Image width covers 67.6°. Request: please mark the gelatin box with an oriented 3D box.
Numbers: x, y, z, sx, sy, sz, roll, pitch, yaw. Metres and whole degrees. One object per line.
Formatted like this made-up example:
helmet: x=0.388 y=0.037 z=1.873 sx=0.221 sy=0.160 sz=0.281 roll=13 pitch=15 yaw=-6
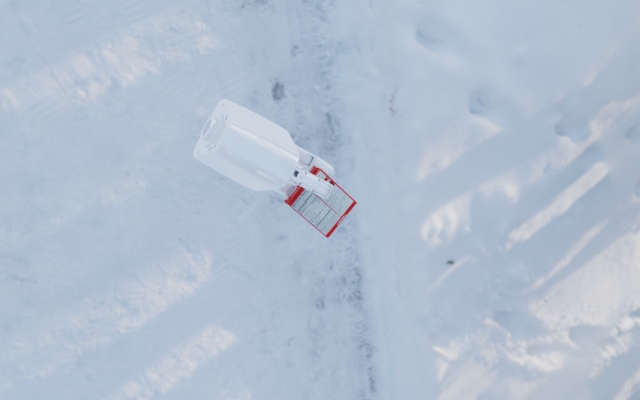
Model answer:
gelatin box: x=0.001 y=0.003 z=0.729 sx=0.089 sy=0.073 sz=0.030 roll=41 pitch=-5 yaw=-25
